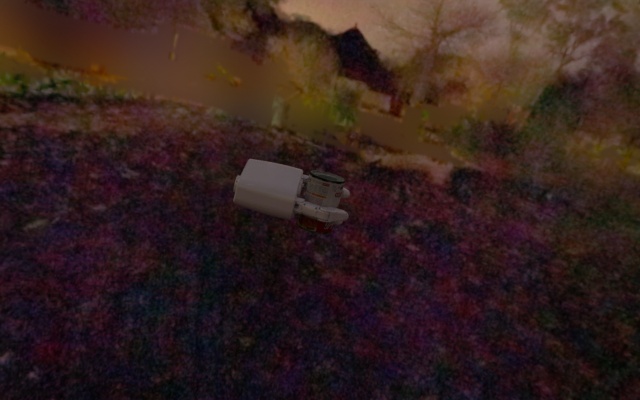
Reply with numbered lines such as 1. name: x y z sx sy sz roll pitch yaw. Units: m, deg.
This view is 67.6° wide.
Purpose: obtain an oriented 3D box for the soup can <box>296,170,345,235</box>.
1. soup can: 0.001 0.003 0.871 0.068 0.102 0.068 14 15 -4
